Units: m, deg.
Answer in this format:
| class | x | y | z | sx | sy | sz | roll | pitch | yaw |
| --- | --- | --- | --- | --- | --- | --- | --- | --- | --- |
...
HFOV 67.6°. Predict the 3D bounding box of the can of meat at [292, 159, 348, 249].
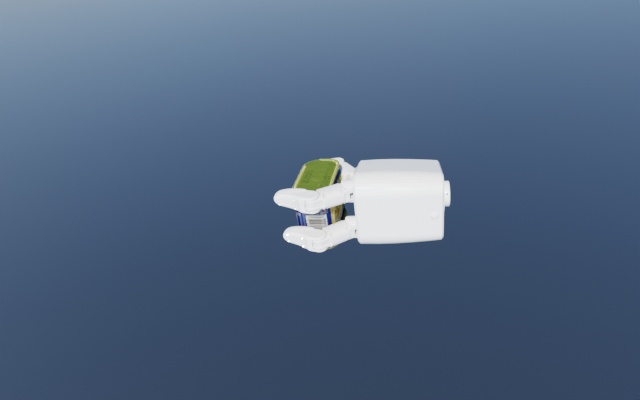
| class | x | y | z | sx | sy | sz | roll | pitch | yaw |
| --- | --- | --- | --- | --- | --- | --- | --- | --- | --- |
| can of meat | 0.000 | 0.002 | 0.645 | 0.057 | 0.084 | 0.102 | 0 | 33 | 13 |
